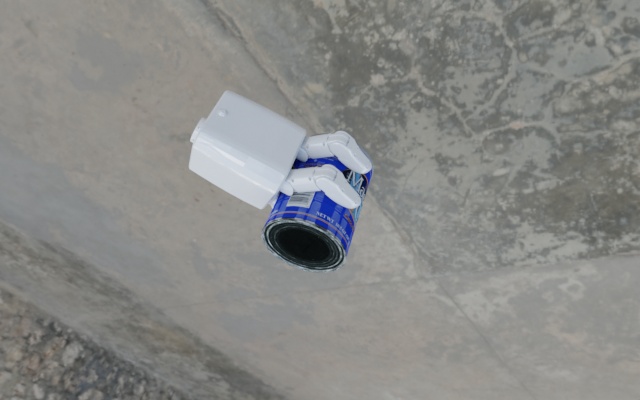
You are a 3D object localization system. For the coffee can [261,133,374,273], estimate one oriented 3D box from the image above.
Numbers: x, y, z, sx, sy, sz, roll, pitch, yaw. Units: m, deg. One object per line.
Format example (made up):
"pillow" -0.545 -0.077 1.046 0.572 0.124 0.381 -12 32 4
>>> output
"coffee can" 0.000 0.002 0.587 0.103 0.140 0.103 13 -37 10
